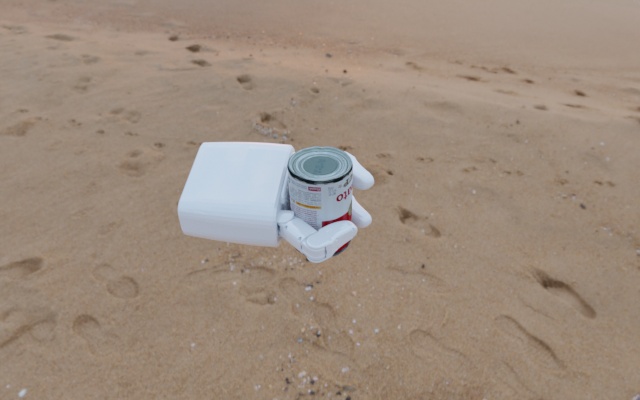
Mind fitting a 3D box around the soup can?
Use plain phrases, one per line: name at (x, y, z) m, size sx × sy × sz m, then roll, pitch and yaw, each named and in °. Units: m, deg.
soup can at (0.001, 0.002, 0.508) m, size 0.068 × 0.102 × 0.068 m, roll -1°, pitch 38°, yaw 0°
